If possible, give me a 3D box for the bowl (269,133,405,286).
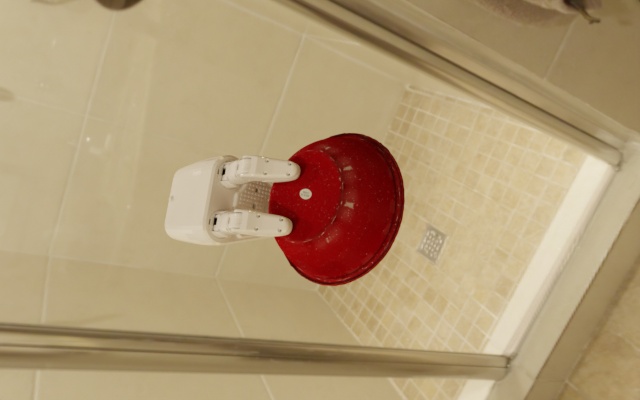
[{"bbox_3d":[0.001,0.001,0.475,0.162,0.162,0.055,0,-13,38],"label":"bowl"}]
